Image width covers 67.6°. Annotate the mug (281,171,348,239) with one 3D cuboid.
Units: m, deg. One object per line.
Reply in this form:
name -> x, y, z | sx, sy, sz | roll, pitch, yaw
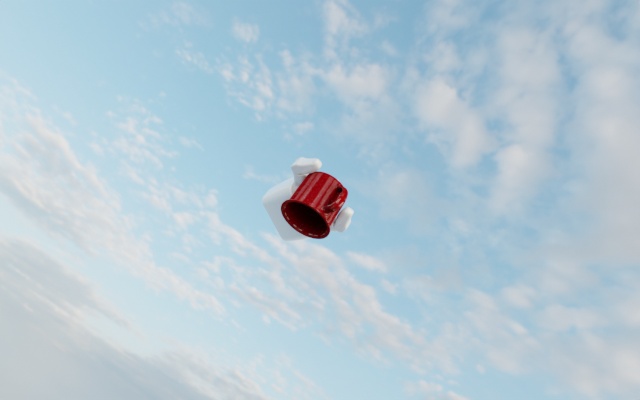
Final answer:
mug -> 0.001, 0.002, 0.800 | 0.117, 0.093, 0.081 | -17, 32, 49
